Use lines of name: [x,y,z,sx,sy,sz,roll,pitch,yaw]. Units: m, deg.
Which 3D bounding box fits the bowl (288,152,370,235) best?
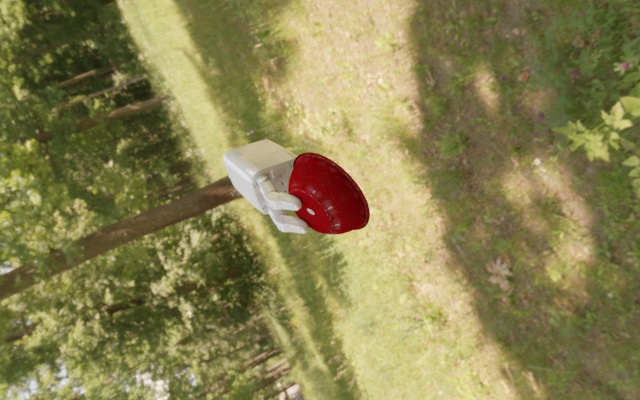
bowl: [0.001,0.003,0.775,0.055,0.162,0.162,-45,25,-28]
